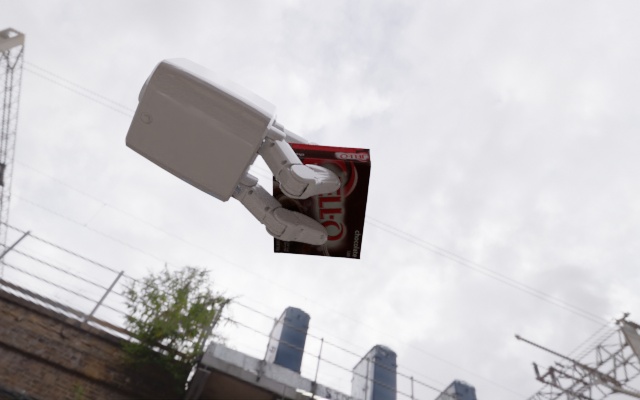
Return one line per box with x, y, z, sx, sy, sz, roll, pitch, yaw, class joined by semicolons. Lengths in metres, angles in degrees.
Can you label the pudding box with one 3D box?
0.000;0.001;0.468;0.090;0.114;0.039;5;34;3;pudding box
